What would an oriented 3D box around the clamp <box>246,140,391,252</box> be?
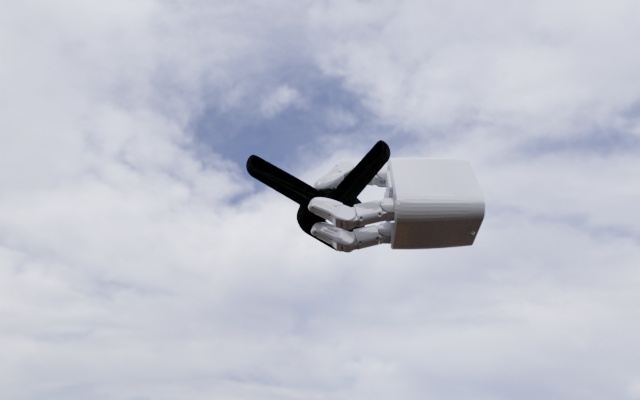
[{"bbox_3d":[0.000,0.002,0.610,0.164,0.036,0.210,-1,-36,3],"label":"clamp"}]
